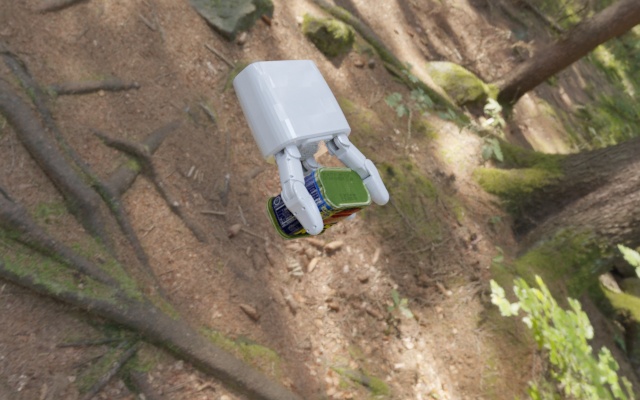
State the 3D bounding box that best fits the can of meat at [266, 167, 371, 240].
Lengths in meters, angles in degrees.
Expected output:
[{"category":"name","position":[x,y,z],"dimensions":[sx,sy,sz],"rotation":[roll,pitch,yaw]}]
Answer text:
[{"category":"can of meat","position":[0.000,0.002,0.575],"dimensions":[0.084,0.057,0.102],"rotation":[-32,-16,32]}]
